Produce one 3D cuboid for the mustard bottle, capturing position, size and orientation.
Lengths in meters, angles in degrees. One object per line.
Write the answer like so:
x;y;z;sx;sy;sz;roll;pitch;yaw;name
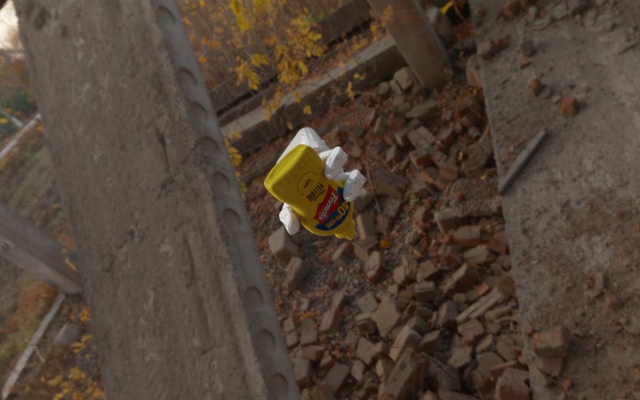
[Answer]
0.000;0.003;0.799;0.192;0.096;0.058;47;-12;-30;mustard bottle
